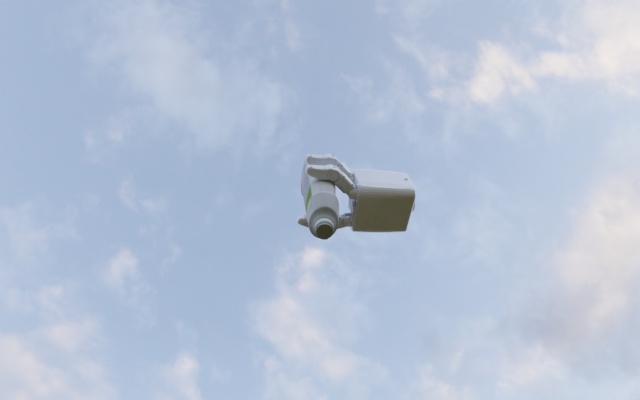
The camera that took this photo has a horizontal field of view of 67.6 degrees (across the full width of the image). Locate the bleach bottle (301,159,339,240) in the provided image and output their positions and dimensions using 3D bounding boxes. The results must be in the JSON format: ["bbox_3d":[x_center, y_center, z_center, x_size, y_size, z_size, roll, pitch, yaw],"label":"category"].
[{"bbox_3d":[0.000,0.003,0.869,0.068,0.103,0.250,3,26,-4],"label":"bleach bottle"}]
